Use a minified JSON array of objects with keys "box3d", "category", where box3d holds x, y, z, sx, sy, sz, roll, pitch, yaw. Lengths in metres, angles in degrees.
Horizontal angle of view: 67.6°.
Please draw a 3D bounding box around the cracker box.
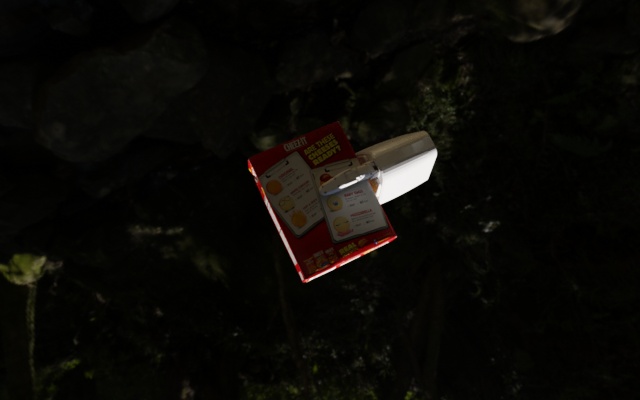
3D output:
[{"box3d":[0.000,0.003,0.779,0.164,0.213,0.072,-24,-9,-13],"category":"cracker box"}]
